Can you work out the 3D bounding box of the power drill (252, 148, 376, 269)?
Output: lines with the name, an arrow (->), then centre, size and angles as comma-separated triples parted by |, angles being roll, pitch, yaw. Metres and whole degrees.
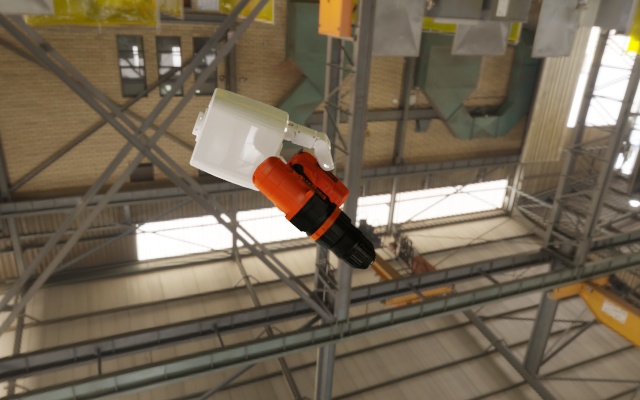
power drill -> 0.000, 0.002, 0.649 | 0.184, 0.057, 0.187 | 43, 11, -6
